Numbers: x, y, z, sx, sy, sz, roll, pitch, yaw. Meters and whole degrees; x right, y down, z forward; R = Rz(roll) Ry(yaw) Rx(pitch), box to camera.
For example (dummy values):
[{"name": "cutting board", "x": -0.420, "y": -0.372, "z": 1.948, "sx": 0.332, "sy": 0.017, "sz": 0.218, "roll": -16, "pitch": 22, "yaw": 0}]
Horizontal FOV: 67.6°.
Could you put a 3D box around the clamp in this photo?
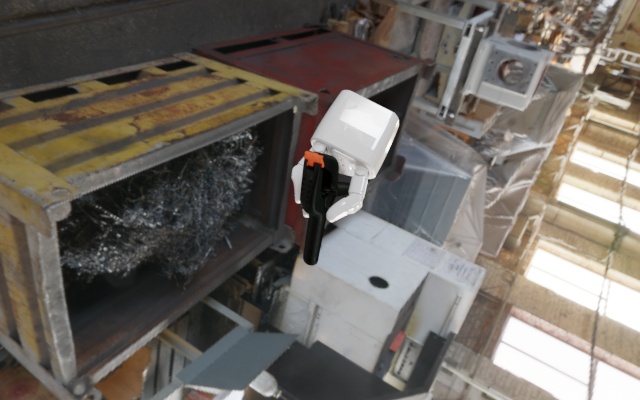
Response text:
[{"name": "clamp", "x": 0.001, "y": 0.002, "z": 0.735, "sx": 0.036, "sy": 0.164, "sz": 0.210, "roll": 18, "pitch": -20, "yaw": 19}]
